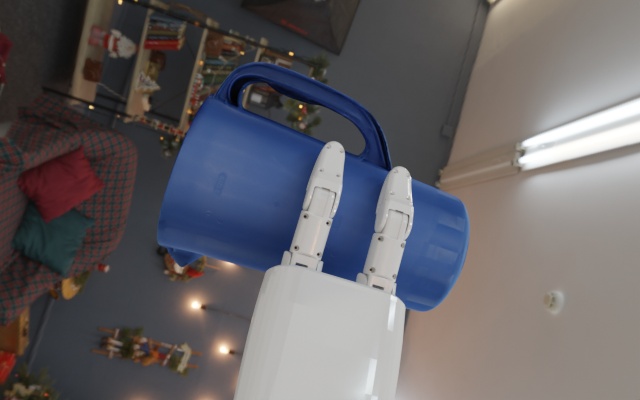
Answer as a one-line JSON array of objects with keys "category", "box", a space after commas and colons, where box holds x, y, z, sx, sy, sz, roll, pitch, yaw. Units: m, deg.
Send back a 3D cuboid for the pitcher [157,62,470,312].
[{"category": "pitcher", "box": [0.000, 0.002, 0.410, 0.243, 0.145, 0.149, 18, -34, -7]}]
